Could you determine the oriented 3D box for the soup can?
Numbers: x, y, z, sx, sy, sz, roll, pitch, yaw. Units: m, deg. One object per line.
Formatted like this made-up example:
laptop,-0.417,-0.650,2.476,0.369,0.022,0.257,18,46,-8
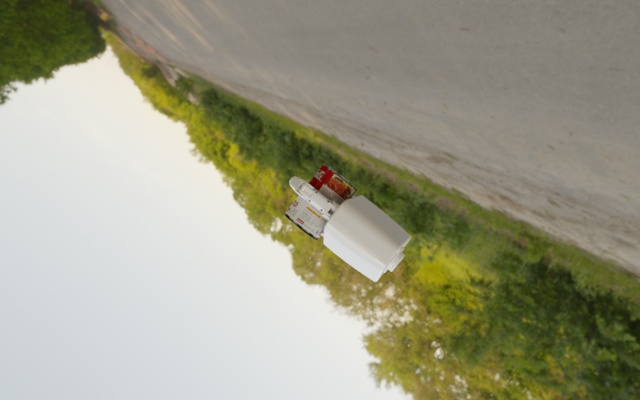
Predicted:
soup can,0.000,0.002,0.748,0.068,0.102,0.068,38,0,0
